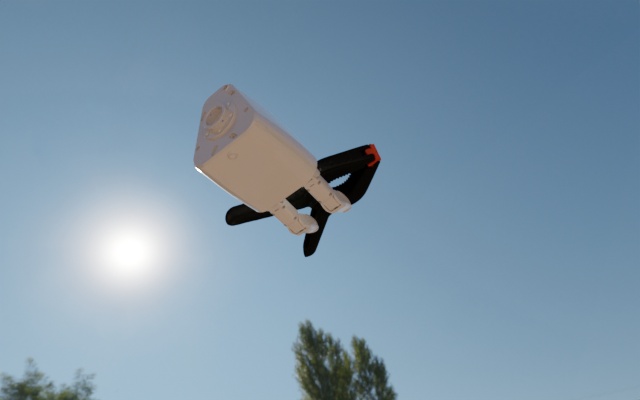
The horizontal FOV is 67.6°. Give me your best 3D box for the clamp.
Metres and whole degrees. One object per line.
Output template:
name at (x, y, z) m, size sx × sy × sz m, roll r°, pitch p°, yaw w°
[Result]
clamp at (0.000, 0.001, 0.647) m, size 0.210 × 0.036 × 0.165 m, roll -34°, pitch -41°, yaw 18°
